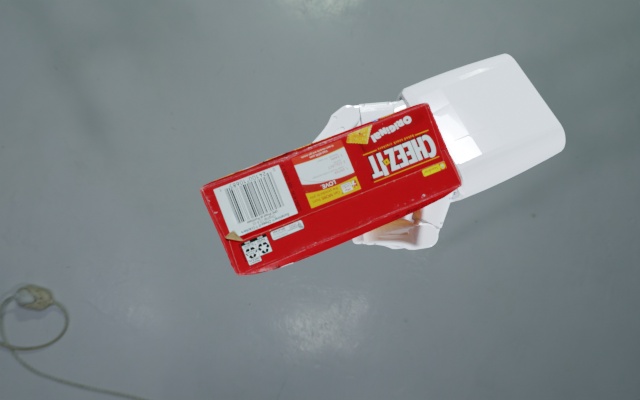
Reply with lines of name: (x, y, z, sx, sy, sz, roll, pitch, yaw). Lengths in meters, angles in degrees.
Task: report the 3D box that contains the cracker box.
cracker box: (0.000, 0.001, 0.412, 0.164, 0.072, 0.214, -22, -3, -7)
